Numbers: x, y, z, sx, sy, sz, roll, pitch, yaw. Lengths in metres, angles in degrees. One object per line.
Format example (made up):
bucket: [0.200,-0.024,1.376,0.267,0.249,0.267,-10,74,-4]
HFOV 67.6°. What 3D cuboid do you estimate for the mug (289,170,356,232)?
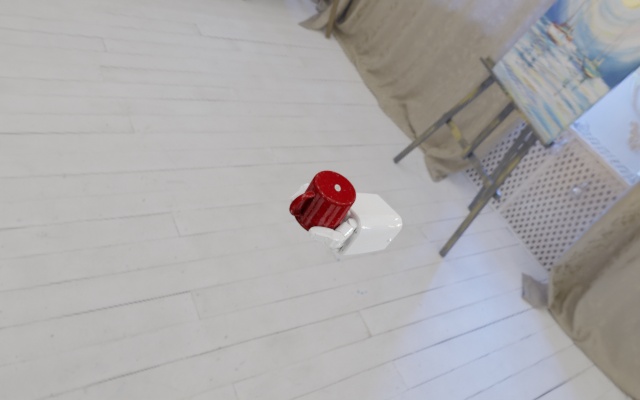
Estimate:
mug: [-0.001,0.003,0.820,0.117,0.093,0.081,-2,-39,-35]
